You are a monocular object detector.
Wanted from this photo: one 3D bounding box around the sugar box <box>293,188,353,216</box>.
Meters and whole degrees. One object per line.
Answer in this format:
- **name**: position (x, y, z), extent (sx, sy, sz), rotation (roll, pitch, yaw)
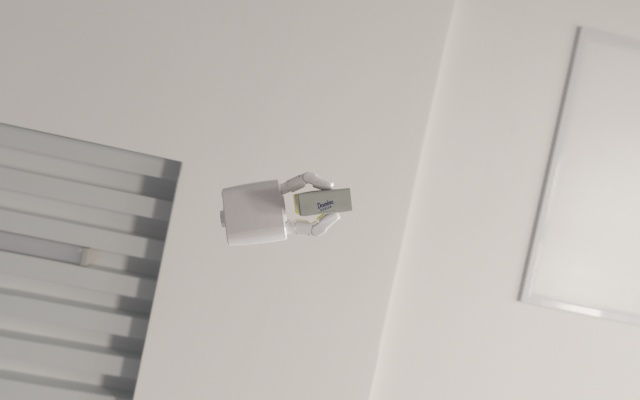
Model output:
- **sugar box**: position (0.000, 0.003, 0.891), extent (0.093, 0.048, 0.176), rotation (-7, 3, -5)
